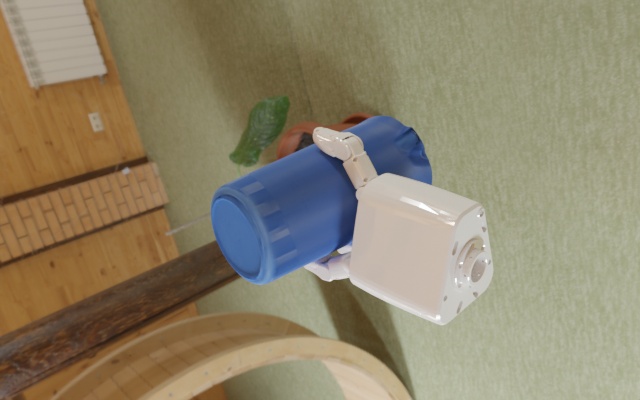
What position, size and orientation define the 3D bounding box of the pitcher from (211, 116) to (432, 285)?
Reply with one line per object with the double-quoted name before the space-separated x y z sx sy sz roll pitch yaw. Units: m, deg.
"pitcher" 0.000 0.002 0.550 0.243 0.149 0.145 -25 33 -36
